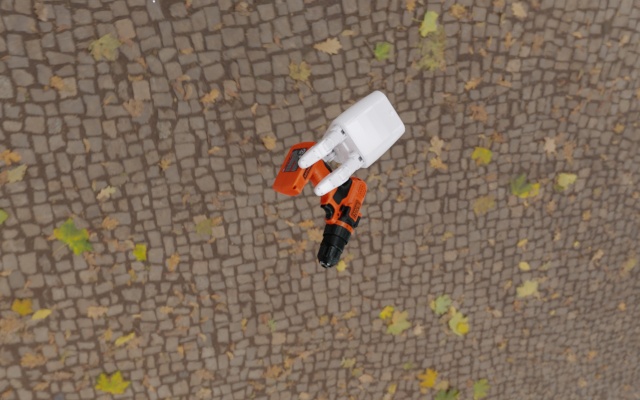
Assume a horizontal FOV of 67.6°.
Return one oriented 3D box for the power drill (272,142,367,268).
[{"bbox_3d":[0.000,0.002,0.837,0.057,0.184,0.188,-2,-34,40],"label":"power drill"}]
